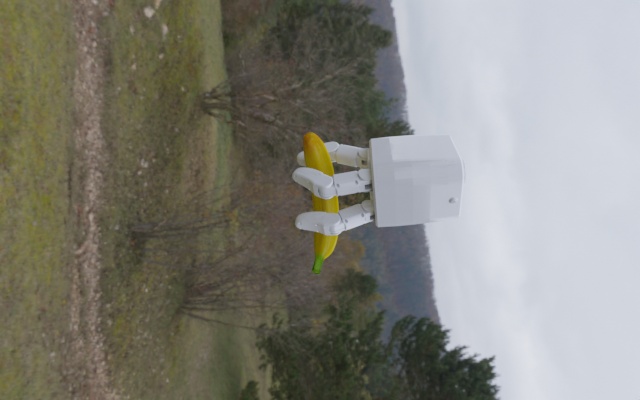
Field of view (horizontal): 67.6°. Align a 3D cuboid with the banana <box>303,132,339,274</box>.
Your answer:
[{"bbox_3d":[0.003,-0.002,0.645,0.037,0.198,0.069,-1,22,10],"label":"banana"}]
